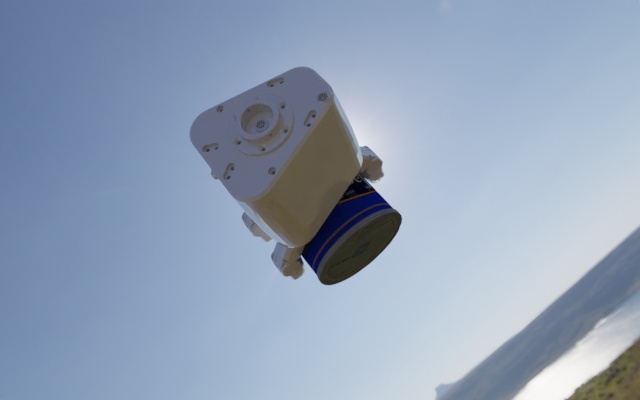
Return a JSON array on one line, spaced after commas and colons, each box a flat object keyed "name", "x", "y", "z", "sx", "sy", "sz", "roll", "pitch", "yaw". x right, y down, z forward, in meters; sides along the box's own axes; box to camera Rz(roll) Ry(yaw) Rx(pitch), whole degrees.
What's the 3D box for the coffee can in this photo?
[{"name": "coffee can", "x": 0.000, "y": 0.002, "z": 0.496, "sx": 0.140, "sy": 0.103, "sz": 0.103, "roll": 49, "pitch": 26, "yaw": 26}]
